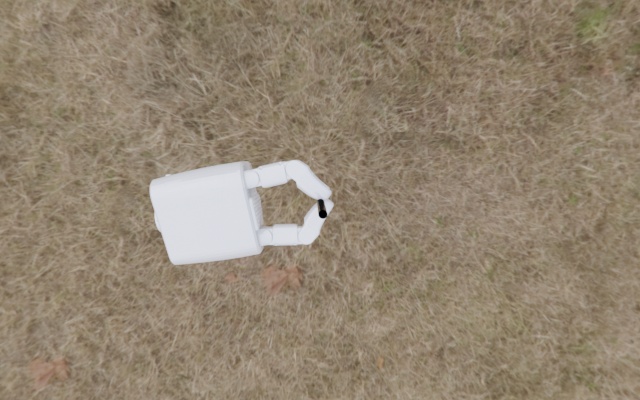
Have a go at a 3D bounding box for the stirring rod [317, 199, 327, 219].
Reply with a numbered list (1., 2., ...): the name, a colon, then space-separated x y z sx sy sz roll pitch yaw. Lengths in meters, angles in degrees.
1. stirring rod: 0.000 0.002 0.536 0.011 0.011 0.239 0 5 -1
